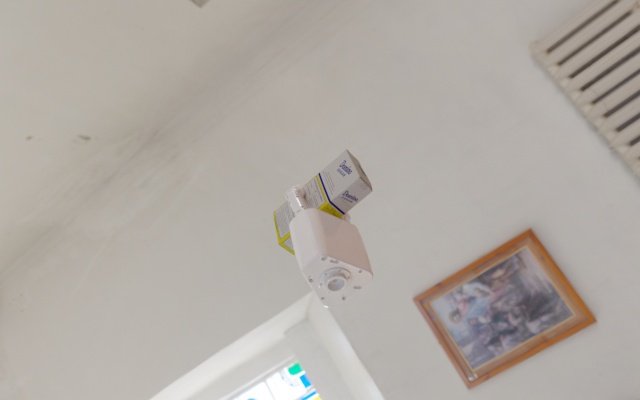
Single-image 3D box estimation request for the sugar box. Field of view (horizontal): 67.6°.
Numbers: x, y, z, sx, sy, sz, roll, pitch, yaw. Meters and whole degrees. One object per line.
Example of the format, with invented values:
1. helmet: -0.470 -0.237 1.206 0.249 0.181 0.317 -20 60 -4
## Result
1. sugar box: 0.000 0.003 0.801 0.048 0.176 0.093 43 17 -34
